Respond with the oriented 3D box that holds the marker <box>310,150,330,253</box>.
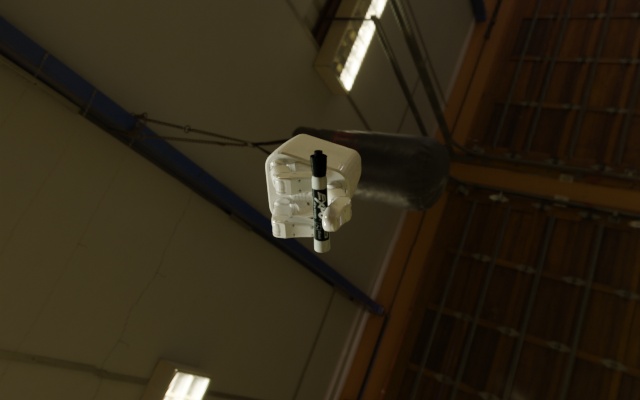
[{"bbox_3d":[0.000,0.002,0.539,0.020,0.121,0.020,-2,23,1],"label":"marker"}]
